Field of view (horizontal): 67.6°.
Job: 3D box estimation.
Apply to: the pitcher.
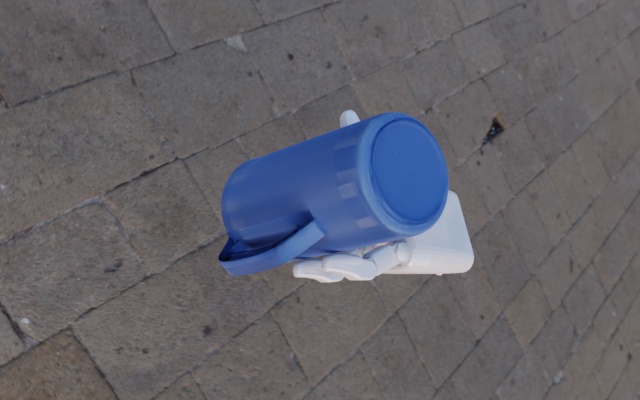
[{"bbox_3d":[0.000,0.002,0.488,0.145,0.149,0.243,9,-14,-34],"label":"pitcher"}]
